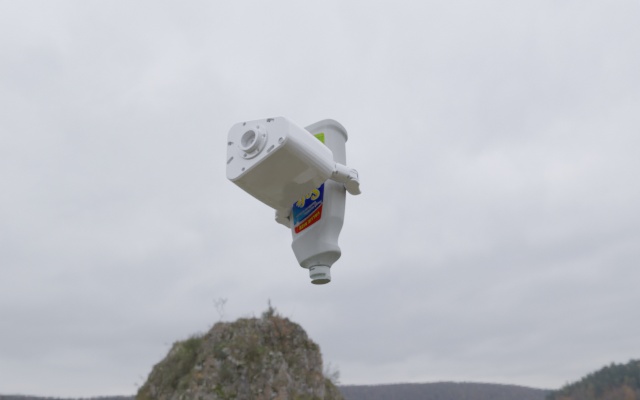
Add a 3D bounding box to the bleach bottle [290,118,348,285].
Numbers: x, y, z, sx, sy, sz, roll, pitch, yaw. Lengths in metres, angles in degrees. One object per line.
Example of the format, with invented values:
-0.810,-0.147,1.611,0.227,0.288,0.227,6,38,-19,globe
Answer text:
0.000,0.002,0.732,0.102,0.250,0.068,-19,-31,27,bleach bottle
